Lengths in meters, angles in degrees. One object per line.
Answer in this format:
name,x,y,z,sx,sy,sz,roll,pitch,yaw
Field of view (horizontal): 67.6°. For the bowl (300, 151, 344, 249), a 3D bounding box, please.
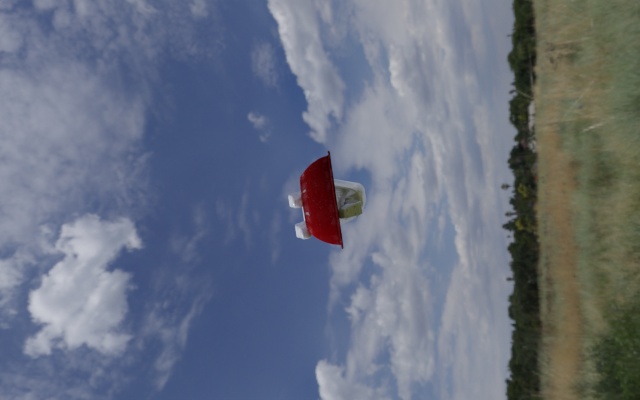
bowl,0.000,0.002,0.778,0.055,0.162,0.162,-8,0,1
